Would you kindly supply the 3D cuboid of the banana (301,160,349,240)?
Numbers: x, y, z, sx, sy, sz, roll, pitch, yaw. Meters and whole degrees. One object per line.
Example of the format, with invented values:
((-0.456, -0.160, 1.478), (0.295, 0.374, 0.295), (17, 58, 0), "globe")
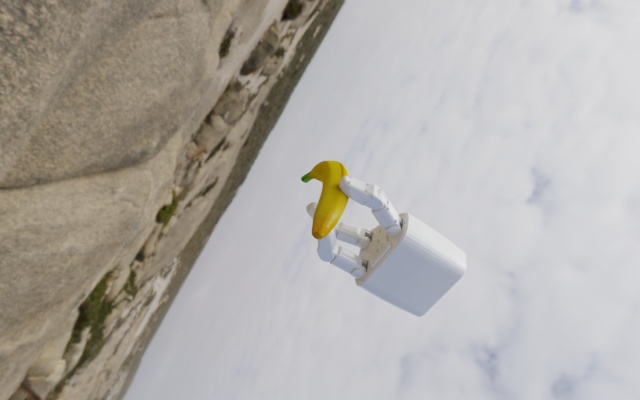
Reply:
((0.011, -0.013, 0.631), (0.037, 0.069, 0.197), (35, 15, -17), "banana")
